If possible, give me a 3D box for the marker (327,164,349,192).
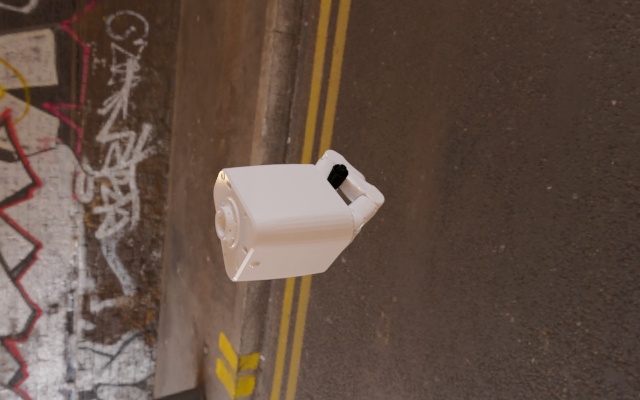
[{"bbox_3d":[0.000,0.002,0.540,0.020,0.020,0.121,0,-37,-29],"label":"marker"}]
